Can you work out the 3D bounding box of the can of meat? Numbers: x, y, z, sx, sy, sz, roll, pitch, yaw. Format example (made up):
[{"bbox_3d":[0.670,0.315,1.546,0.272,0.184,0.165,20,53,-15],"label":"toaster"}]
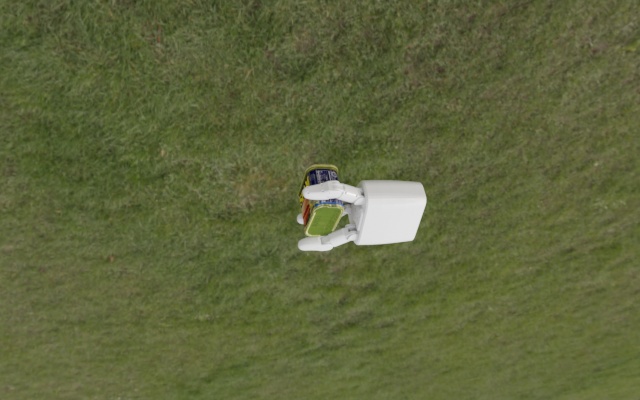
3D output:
[{"bbox_3d":[0.000,0.003,0.812,0.057,0.084,0.102,1,-34,-16],"label":"can of meat"}]
